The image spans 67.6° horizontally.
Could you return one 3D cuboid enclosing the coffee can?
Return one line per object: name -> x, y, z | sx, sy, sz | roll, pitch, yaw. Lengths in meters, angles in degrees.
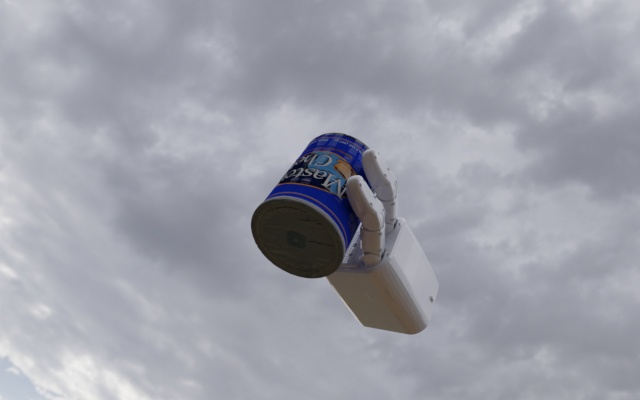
coffee can -> 0.000, 0.002, 0.532 | 0.103, 0.103, 0.140 | 0, 35, 26
